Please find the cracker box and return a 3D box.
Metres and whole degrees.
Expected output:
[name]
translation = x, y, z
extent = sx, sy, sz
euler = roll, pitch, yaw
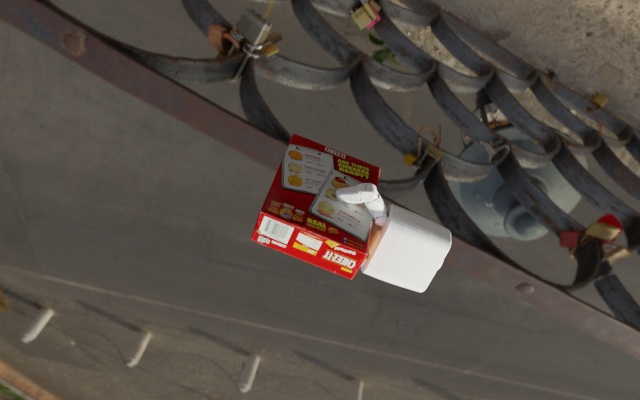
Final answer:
[cracker box]
translation = 0.000, 0.002, 0.756
extent = 0.164, 0.072, 0.213
euler = 22, 40, -5
